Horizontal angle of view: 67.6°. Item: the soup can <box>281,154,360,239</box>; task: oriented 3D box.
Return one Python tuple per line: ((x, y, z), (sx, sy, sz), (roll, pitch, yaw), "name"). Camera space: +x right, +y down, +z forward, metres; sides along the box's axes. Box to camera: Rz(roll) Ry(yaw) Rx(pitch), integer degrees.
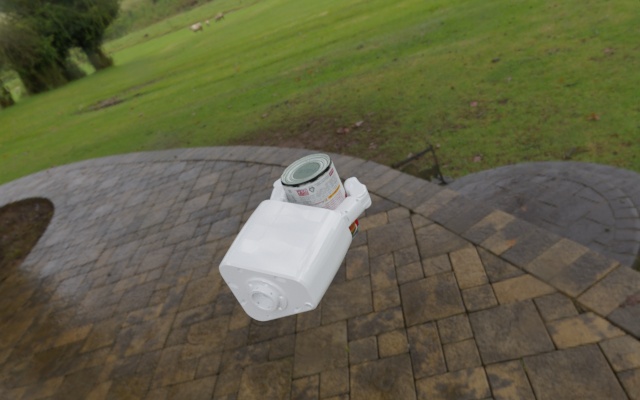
((0.000, 0.001, 0.594), (0.068, 0.102, 0.068), (-19, 30, 11), "soup can")
